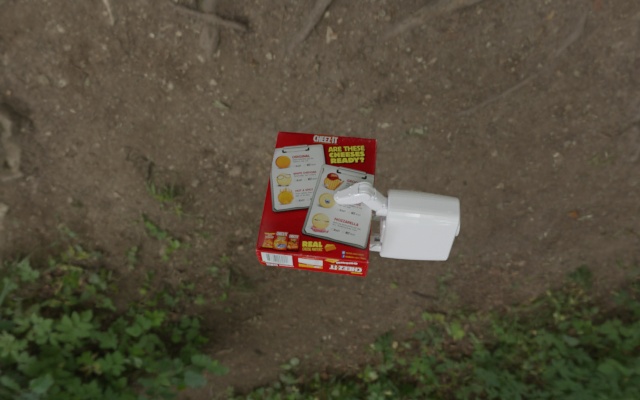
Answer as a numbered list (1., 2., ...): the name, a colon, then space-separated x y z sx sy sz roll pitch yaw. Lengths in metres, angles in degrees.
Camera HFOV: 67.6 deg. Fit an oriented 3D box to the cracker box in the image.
1. cracker box: 0.000 0.003 0.745 0.164 0.213 0.072 5 -29 3
